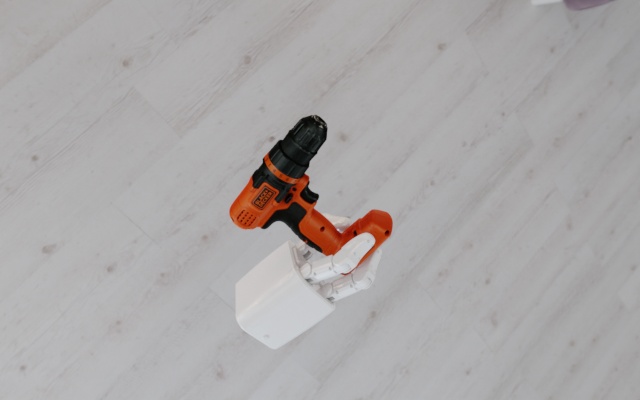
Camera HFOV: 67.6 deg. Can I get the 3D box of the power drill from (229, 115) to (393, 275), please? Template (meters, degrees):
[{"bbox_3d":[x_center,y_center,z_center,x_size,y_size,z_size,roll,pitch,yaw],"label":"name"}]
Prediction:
[{"bbox_3d":[0.000,0.002,0.619,0.188,0.184,0.057,34,29,-15],"label":"power drill"}]
